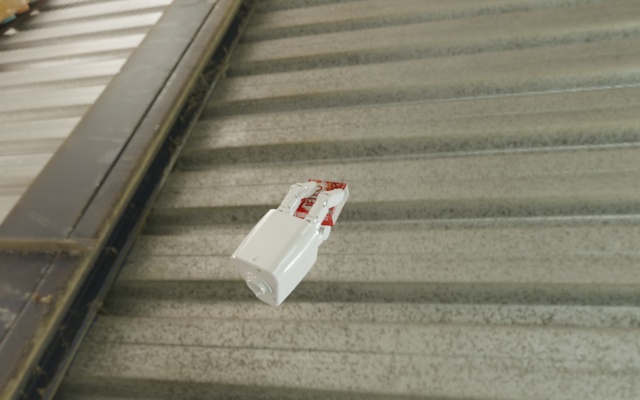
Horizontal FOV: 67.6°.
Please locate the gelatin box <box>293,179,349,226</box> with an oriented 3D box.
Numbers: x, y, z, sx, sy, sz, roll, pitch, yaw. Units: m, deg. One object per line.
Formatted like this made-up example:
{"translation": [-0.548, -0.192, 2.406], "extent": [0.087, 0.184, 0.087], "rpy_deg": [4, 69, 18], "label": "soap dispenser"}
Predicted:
{"translation": [0.000, 0.003, 0.822], "extent": [0.073, 0.030, 0.089], "rpy_deg": [7, 42, 21], "label": "gelatin box"}
